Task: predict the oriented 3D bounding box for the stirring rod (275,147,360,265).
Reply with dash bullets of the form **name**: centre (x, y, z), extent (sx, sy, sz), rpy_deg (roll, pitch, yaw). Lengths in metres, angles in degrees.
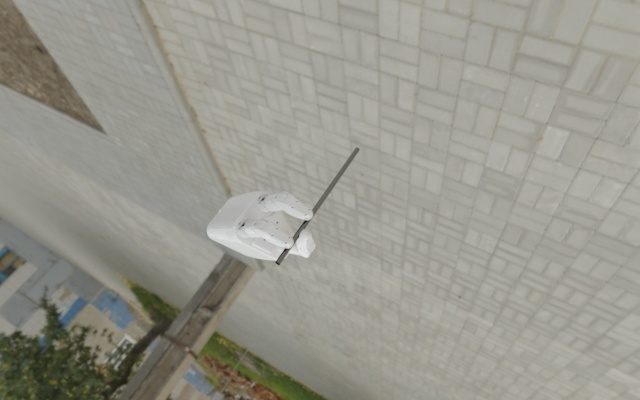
- **stirring rod**: centre (0.000, 0.002, 0.736), extent (0.011, 0.239, 0.011), rpy_deg (27, -28, 16)
